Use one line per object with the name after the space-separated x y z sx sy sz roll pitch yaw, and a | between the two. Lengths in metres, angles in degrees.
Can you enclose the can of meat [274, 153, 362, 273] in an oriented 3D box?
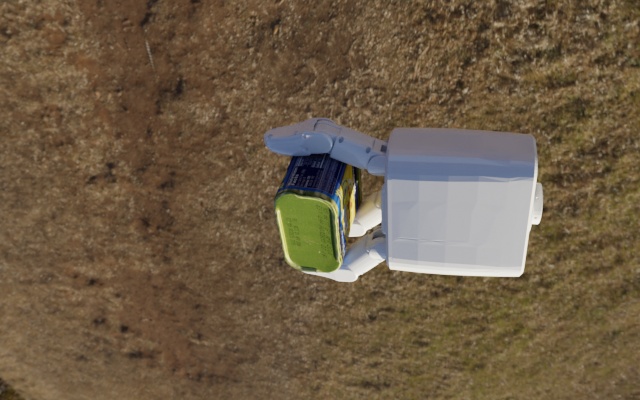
0.000 0.002 0.414 0.057 0.102 0.084 6 46 13 | can of meat
